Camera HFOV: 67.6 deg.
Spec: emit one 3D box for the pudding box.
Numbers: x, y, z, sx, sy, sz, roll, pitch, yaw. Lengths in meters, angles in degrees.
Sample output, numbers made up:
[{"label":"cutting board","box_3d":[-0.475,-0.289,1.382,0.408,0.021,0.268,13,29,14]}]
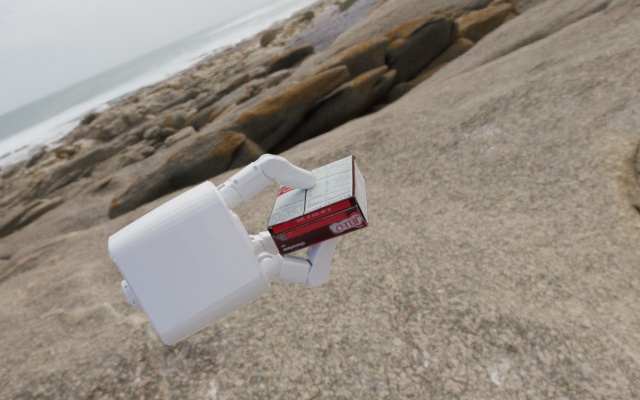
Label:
[{"label":"pudding box","box_3d":[0.000,0.001,0.482,0.090,0.039,0.113,-19,24,13]}]
